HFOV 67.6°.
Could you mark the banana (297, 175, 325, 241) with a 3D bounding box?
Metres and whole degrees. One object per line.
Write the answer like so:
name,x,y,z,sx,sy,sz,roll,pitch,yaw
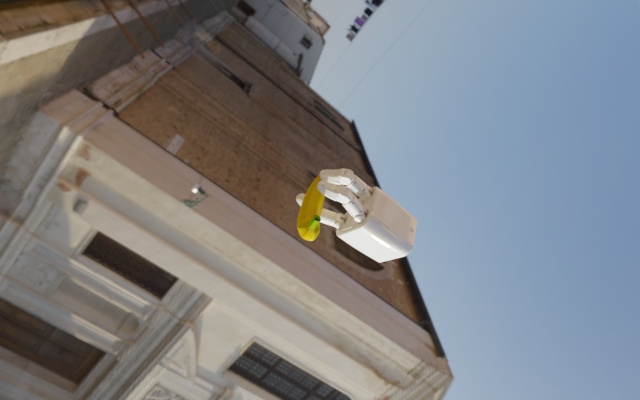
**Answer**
banana,-0.011,0.018,0.814,0.037,0.070,0.197,34,20,-13
